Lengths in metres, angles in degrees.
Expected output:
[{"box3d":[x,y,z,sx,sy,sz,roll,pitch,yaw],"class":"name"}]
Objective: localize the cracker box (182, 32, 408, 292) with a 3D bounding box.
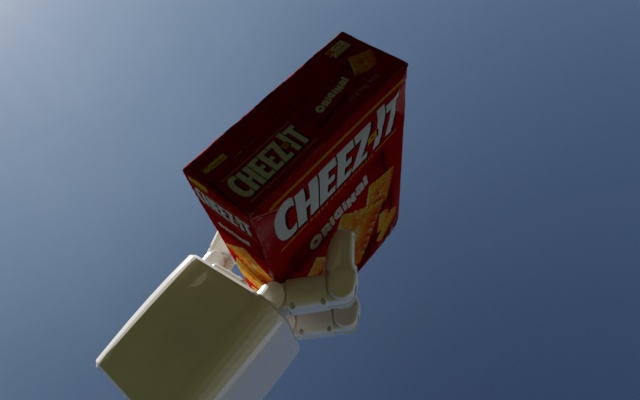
[{"box3d":[0.000,0.001,0.401,0.072,0.164,0.214,32,-24,25],"class":"cracker box"}]
